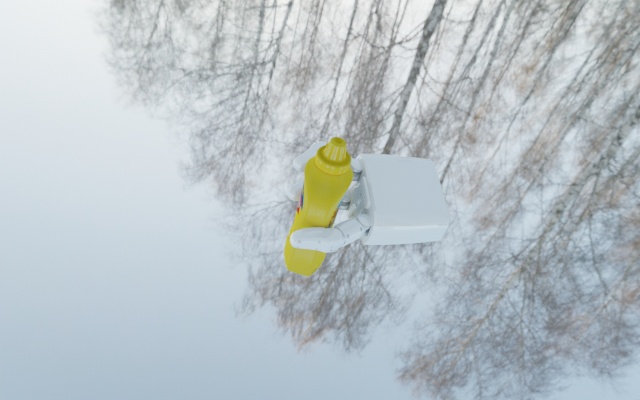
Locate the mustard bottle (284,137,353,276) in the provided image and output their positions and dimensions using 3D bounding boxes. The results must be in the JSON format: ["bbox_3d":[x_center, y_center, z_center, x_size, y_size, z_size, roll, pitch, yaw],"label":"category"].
[{"bbox_3d":[0.000,0.002,0.592,0.058,0.192,0.096,19,43,1],"label":"mustard bottle"}]
